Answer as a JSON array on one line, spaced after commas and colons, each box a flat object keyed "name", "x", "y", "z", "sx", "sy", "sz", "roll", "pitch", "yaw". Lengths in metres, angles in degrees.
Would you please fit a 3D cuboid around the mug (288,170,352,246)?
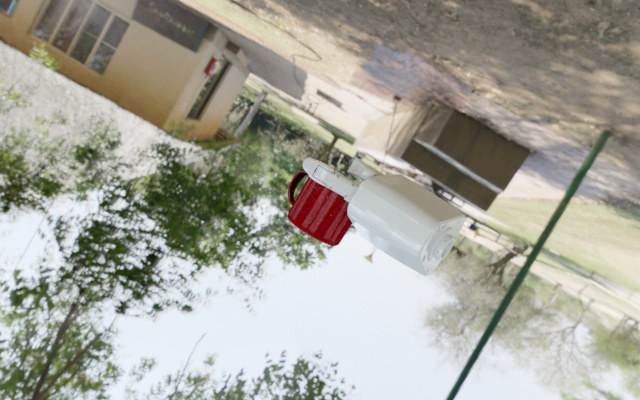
[{"name": "mug", "x": -0.001, "y": 0.002, "z": 0.647, "sx": 0.117, "sy": 0.081, "sz": 0.093, "roll": 33, "pitch": 6, "yaw": 30}]
